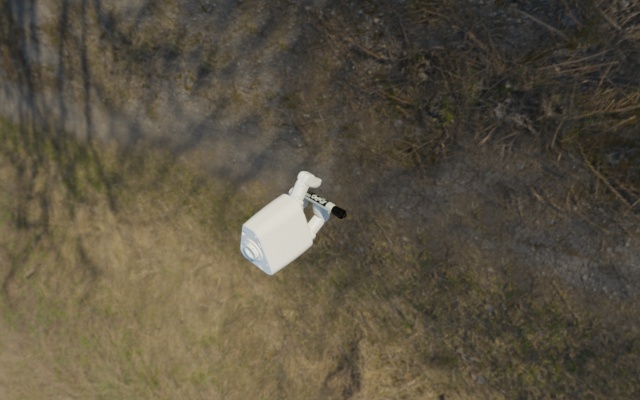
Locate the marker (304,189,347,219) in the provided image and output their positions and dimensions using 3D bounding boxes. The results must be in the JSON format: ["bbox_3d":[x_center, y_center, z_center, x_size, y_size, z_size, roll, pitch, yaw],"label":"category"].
[{"bbox_3d":[0.000,0.003,0.889,0.121,0.020,0.020,30,17,32],"label":"marker"}]
